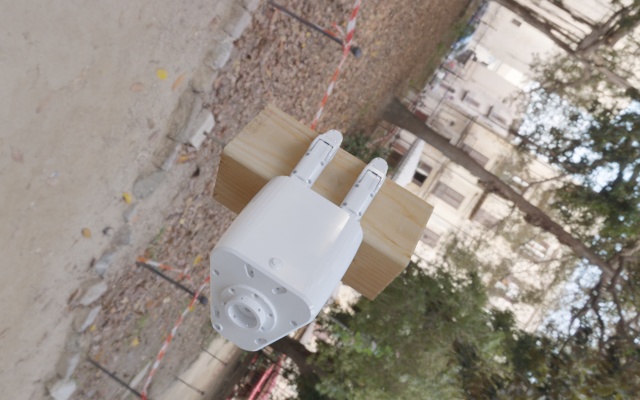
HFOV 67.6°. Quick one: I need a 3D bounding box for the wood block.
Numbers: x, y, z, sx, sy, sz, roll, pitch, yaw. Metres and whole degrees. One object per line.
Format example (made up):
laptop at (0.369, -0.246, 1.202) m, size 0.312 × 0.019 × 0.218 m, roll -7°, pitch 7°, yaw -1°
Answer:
wood block at (0.000, 0.002, 0.509) m, size 0.206 × 0.090 × 0.091 m, roll 33°, pitch -39°, yaw 3°
